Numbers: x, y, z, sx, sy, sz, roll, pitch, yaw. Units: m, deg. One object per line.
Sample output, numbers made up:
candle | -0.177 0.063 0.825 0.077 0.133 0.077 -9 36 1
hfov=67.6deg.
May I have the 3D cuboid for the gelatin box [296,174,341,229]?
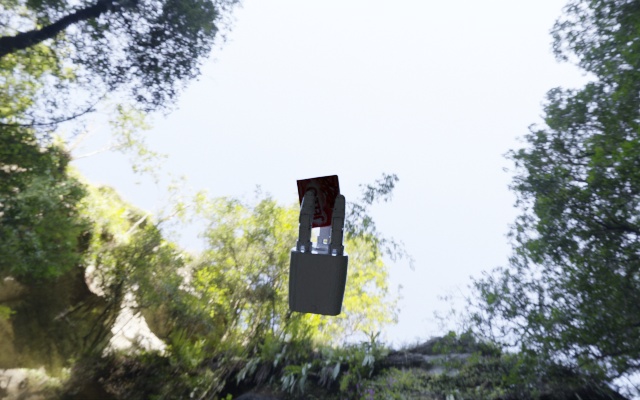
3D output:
gelatin box | 0.000 0.002 0.832 0.073 0.089 0.030 -8 0 7
